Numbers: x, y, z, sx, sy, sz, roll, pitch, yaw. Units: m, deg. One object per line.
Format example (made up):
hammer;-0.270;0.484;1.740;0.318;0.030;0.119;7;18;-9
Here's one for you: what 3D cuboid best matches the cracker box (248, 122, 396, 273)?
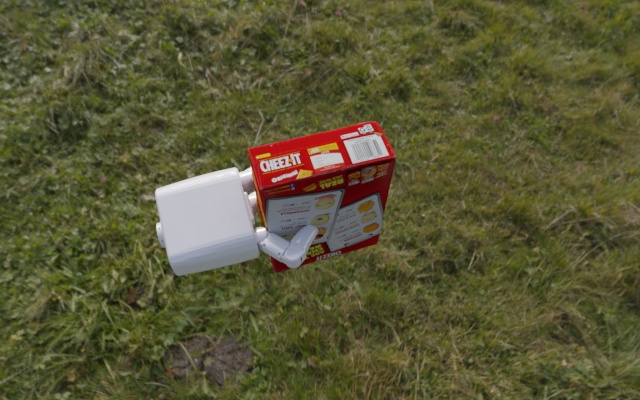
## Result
cracker box;0.000;0.002;0.636;0.164;0.072;0.214;-14;-32;-10
